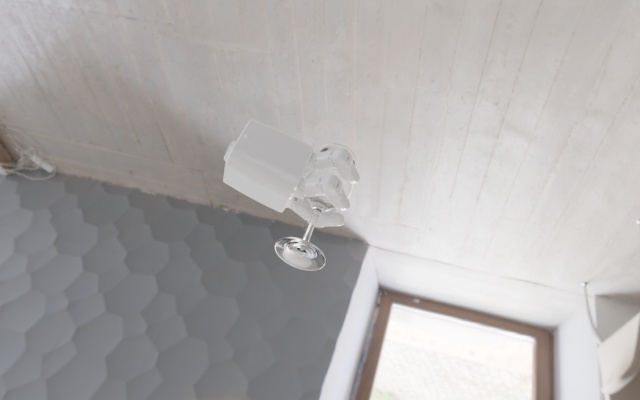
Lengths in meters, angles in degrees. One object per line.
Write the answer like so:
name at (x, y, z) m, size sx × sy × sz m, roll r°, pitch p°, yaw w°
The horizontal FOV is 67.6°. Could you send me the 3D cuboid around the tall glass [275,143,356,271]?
tall glass at (0.000, 0.003, 0.720) m, size 0.079 × 0.201 × 0.079 m, roll 13°, pitch -39°, yaw 11°
